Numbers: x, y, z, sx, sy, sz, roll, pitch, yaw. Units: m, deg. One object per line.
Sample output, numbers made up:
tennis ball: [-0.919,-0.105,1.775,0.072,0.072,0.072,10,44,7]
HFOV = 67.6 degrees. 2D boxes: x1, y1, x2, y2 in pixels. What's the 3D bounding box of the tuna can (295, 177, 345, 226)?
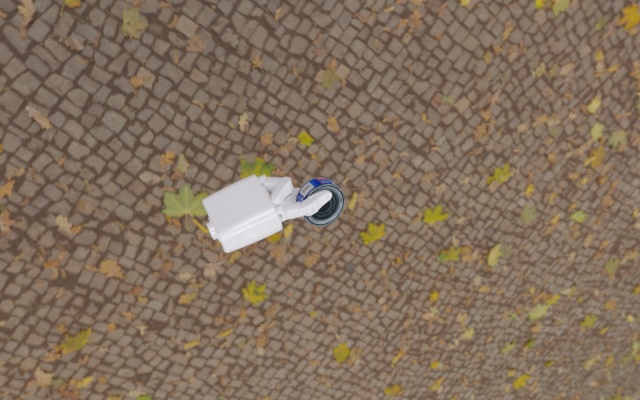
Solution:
tuna can: [0.000,0.003,0.866,0.086,0.086,0.033,0,24,-28]
